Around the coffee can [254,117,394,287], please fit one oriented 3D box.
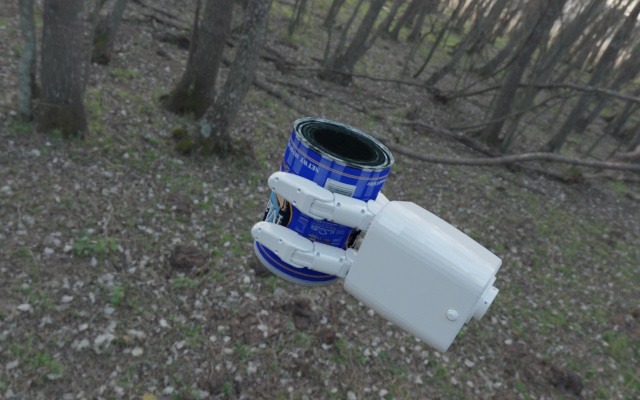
[{"bbox_3d":[0.000,0.002,0.486,0.103,0.140,0.102,17,27,-9],"label":"coffee can"}]
